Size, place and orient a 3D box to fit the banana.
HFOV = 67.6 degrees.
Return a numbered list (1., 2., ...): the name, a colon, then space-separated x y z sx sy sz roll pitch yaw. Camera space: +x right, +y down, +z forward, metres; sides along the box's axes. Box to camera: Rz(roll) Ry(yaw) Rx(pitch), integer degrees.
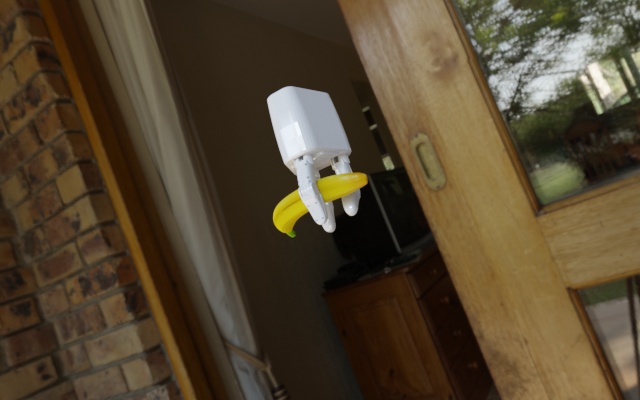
1. banana: -0.016 0.003 0.710 0.069 0.037 0.198 3 -27 -40
